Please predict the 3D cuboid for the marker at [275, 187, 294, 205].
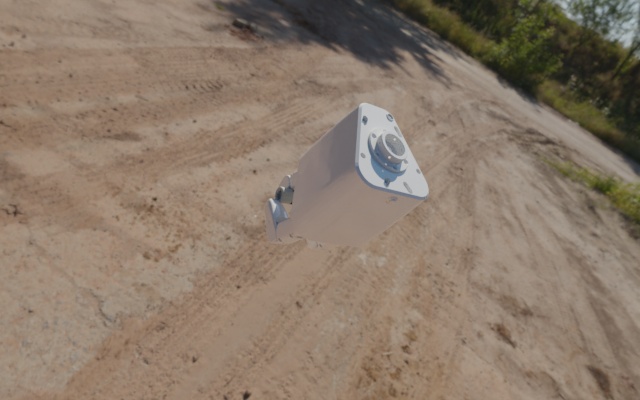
[{"bbox_3d":[0.000,0.002,0.591,0.121,0.020,0.020,11,-6,-35],"label":"marker"}]
